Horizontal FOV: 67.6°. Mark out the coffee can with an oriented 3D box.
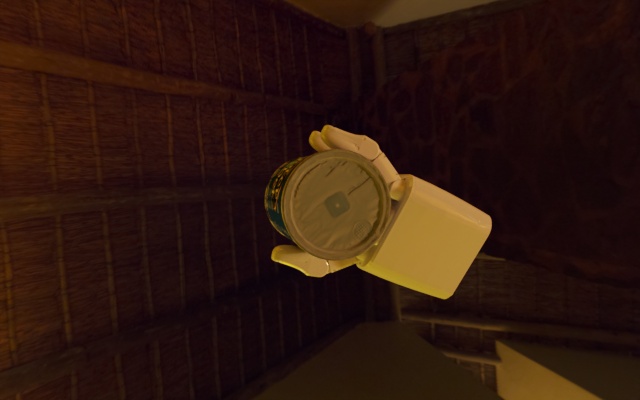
[{"bbox_3d":[0.000,0.002,0.501,0.103,0.103,0.140,0,2,-13],"label":"coffee can"}]
